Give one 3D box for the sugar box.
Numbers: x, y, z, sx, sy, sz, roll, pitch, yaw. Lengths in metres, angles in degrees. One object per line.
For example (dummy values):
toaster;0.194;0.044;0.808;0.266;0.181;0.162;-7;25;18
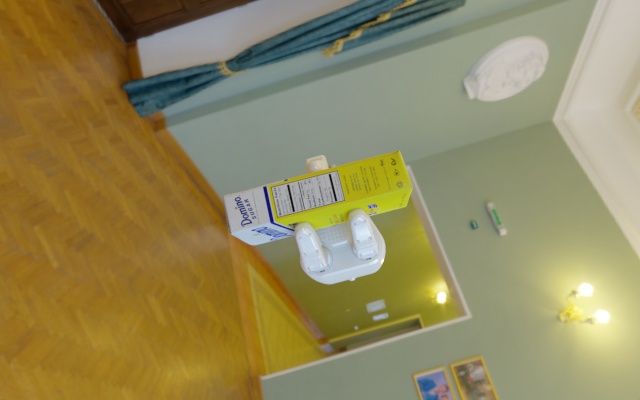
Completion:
sugar box;0.000;0.002;0.486;0.176;0.048;0.093;-17;-14;3
